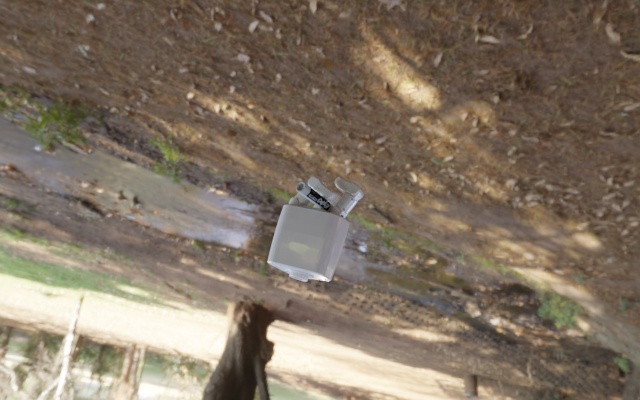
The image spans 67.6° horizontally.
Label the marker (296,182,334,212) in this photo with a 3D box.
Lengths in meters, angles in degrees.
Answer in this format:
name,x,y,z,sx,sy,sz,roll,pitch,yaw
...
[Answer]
name,x,y,z,sx,sy,sz,roll,pitch,yaw
marker,0.000,0.003,0.796,0.020,0.020,0.121,0,-24,34
